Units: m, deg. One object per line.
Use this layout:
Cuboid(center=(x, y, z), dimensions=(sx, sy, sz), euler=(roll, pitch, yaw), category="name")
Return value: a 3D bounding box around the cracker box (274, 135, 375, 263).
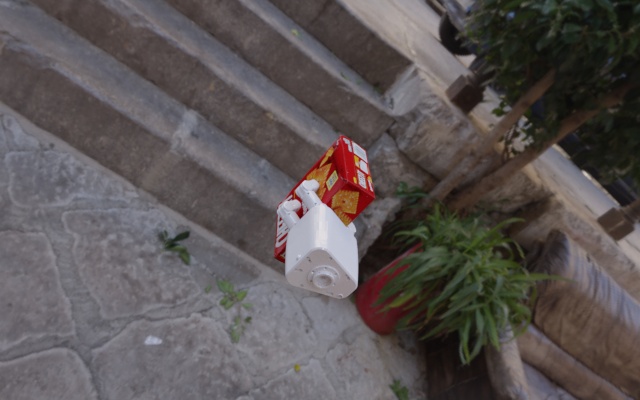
Cuboid(center=(0.000, 0.003, 0.889), dimensions=(0.072, 0.214, 0.164), euler=(32, 29, -22), category="cracker box")
